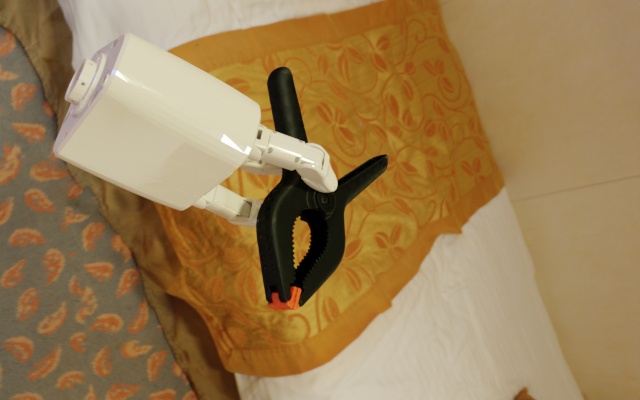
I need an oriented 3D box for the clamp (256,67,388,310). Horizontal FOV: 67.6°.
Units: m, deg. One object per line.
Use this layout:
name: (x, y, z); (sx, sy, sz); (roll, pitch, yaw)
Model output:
clamp: (0.000, 0.002, 0.442); (0.164, 0.210, 0.036); (27, -28, -37)
